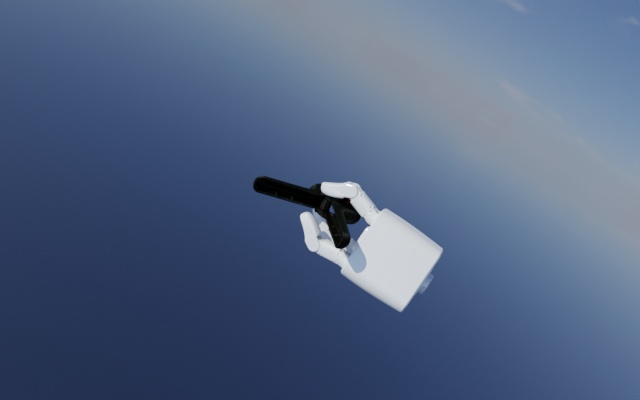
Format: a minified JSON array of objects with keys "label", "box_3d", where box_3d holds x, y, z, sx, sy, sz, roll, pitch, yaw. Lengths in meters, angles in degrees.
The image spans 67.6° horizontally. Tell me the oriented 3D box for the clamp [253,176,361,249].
[{"label":"clamp","box_3d":[0.001,0.002,0.736,0.164,0.036,0.210,33,18,12]}]
